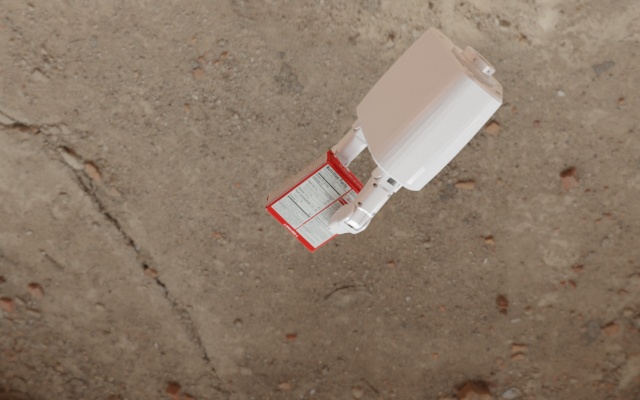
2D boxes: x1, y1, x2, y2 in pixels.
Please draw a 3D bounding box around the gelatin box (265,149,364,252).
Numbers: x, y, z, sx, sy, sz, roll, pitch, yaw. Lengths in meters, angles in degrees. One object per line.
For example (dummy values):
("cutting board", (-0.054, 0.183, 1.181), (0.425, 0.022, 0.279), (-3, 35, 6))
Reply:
("gelatin box", (0.000, 0.002, 0.492), (0.089, 0.073, 0.030), (-36, 25, 20))
